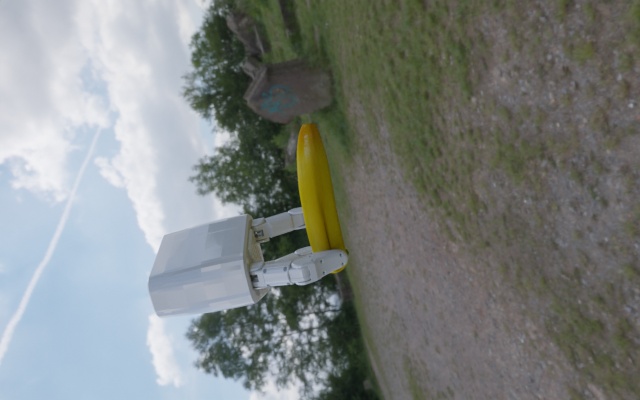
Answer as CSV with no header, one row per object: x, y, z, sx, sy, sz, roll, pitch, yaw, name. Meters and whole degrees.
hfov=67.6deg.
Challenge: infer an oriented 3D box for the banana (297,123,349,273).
0.002,0.016,0.513,0.037,0.198,0.069,-10,39,4,banana
